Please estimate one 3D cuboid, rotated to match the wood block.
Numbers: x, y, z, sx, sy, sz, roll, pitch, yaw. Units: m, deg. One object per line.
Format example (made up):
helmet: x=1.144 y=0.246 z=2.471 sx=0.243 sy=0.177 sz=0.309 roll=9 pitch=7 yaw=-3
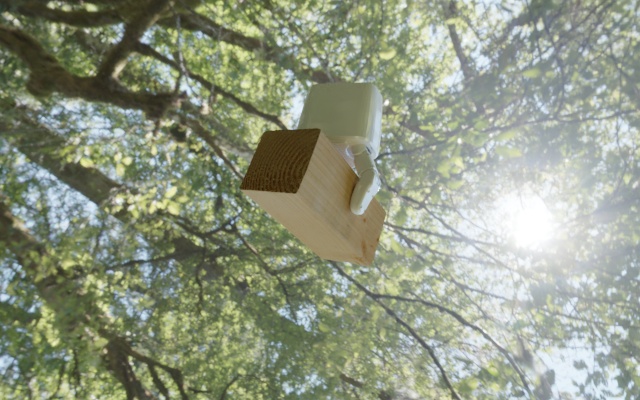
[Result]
wood block: x=0.001 y=0.002 z=0.636 sx=0.091 sy=0.090 sz=0.206 roll=3 pitch=-27 yaw=35
